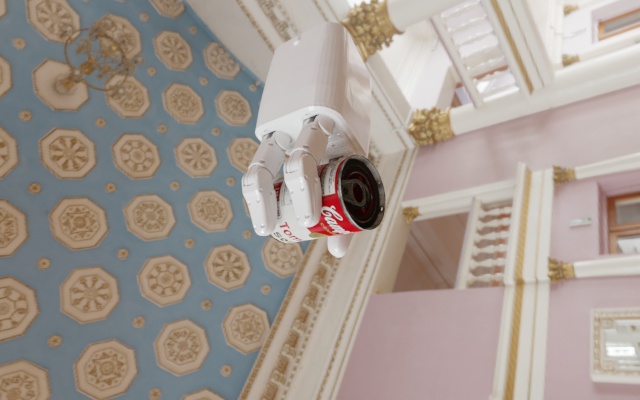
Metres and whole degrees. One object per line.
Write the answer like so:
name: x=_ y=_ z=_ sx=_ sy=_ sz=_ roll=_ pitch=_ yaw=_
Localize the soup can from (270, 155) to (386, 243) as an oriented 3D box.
soup can: x=0.000 y=0.002 z=0.450 sx=0.102 sy=0.068 sz=0.068 roll=-13 pitch=-8 yaw=39
